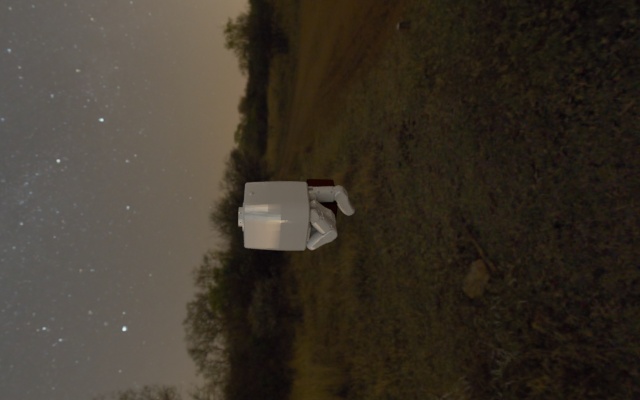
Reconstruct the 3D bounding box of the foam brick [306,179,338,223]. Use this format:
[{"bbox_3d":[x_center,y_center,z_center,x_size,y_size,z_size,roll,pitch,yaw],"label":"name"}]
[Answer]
[{"bbox_3d":[0.000,0.003,0.863,0.051,0.053,0.078,1,35,-7],"label":"foam brick"}]
